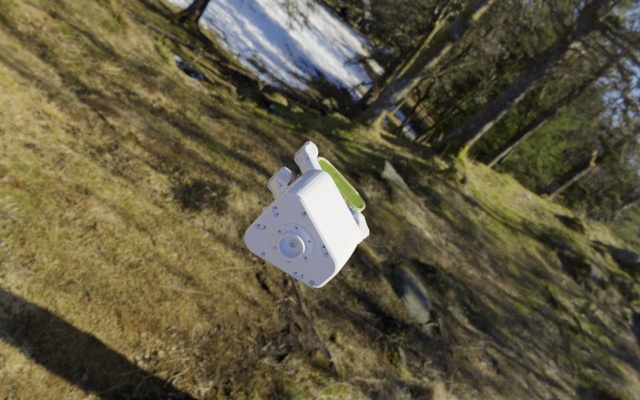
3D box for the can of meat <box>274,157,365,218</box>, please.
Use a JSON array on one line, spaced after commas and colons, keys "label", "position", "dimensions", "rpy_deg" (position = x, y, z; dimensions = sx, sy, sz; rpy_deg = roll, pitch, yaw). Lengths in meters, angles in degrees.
[{"label": "can of meat", "position": [0.000, 0.002, 0.669], "dimensions": [0.084, 0.102, 0.057], "rpy_deg": [-45, -4, 23]}]
